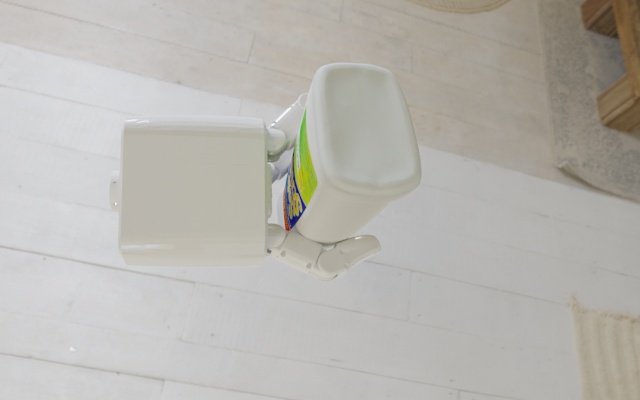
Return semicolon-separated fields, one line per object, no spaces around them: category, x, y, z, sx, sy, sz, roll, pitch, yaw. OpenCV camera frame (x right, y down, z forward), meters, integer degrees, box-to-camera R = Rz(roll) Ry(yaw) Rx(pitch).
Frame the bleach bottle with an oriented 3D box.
bleach bottle;0.000;0.001;0.407;0.068;0.102;0.251;0;-24;-15
